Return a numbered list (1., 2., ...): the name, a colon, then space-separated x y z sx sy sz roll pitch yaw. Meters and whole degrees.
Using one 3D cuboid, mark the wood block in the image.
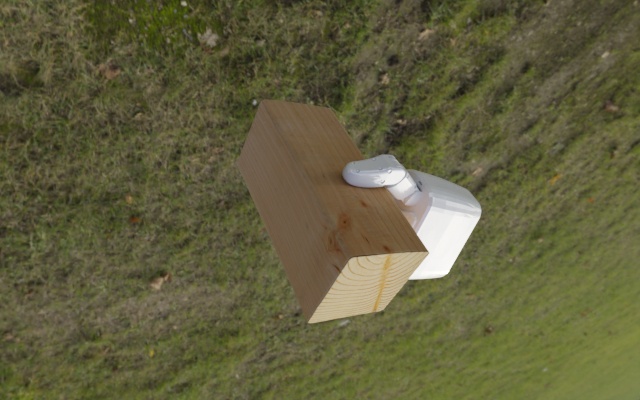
1. wood block: 0.001 0.001 0.467 0.090 0.091 0.206 0 45 -35
